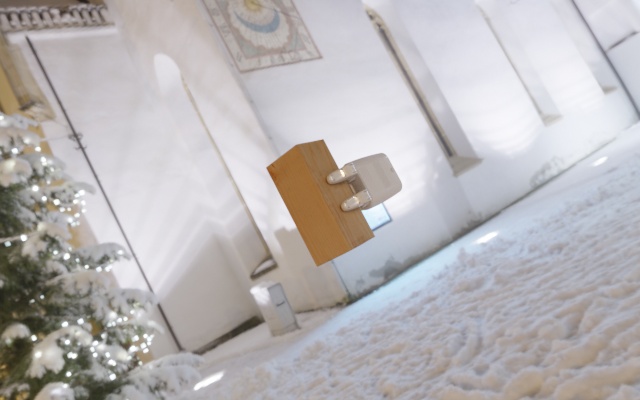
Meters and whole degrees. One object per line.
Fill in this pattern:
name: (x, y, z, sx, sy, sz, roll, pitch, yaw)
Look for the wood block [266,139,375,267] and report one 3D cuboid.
wood block: (0.000, 0.003, 0.879, 0.091, 0.206, 0.090, -32, -7, 38)
